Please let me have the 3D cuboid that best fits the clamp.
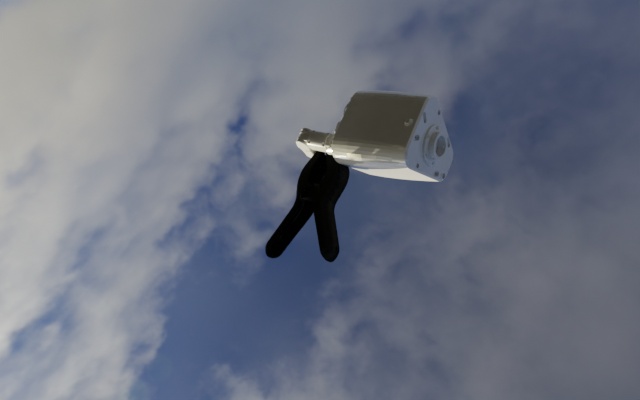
[{"bbox_3d":[0.000,0.002,0.599,0.120,0.171,0.039,11,-16,43],"label":"clamp"}]
